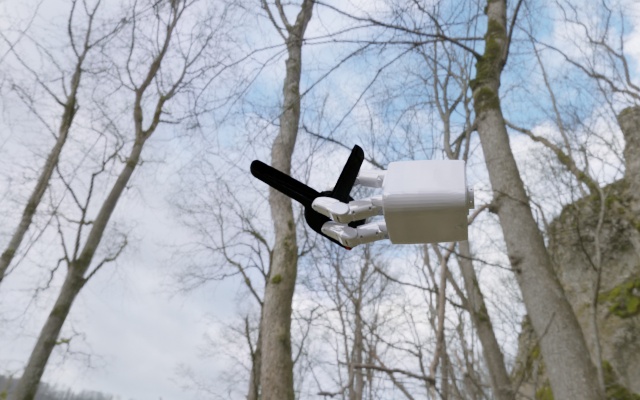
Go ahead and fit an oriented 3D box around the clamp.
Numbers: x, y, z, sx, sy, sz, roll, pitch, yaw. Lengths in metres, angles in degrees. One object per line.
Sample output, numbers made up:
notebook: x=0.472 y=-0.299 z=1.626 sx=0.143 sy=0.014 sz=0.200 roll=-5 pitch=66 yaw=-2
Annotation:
clamp: x=0.001 y=0.002 z=0.697 sx=0.164 sy=0.036 sz=0.210 roll=-1 pitch=-40 yaw=19
